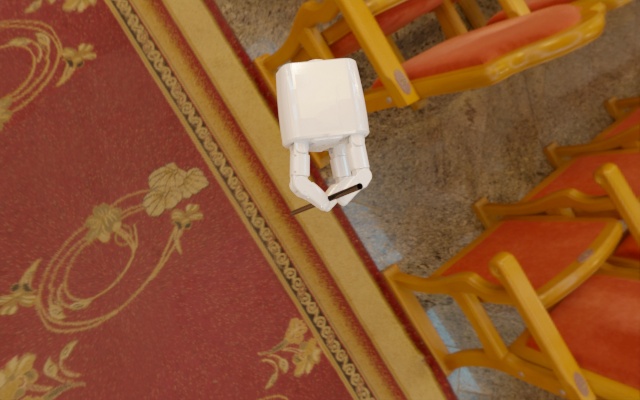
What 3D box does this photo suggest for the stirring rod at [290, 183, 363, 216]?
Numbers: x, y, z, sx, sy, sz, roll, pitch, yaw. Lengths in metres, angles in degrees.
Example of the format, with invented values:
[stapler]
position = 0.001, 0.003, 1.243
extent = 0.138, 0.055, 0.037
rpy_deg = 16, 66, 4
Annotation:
[stirring rod]
position = 0.000, 0.002, 0.668
extent = 0.011, 0.011, 0.239
rpy_deg = 0, -9, -23
